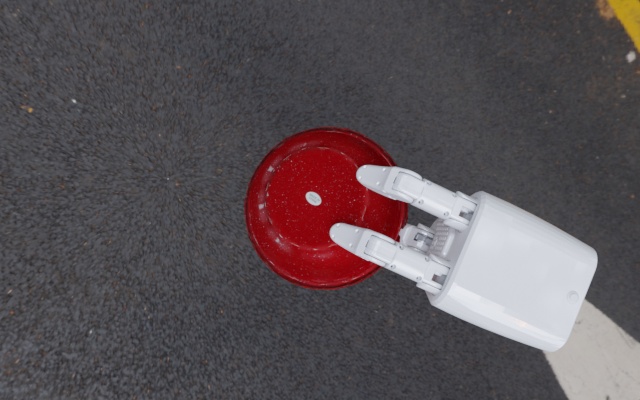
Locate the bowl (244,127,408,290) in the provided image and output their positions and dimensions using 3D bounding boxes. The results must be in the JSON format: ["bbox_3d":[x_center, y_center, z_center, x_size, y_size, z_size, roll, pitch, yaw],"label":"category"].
[{"bbox_3d":[-0.001,0.001,0.443,0.162,0.162,0.055,0,-9,9],"label":"bowl"}]
